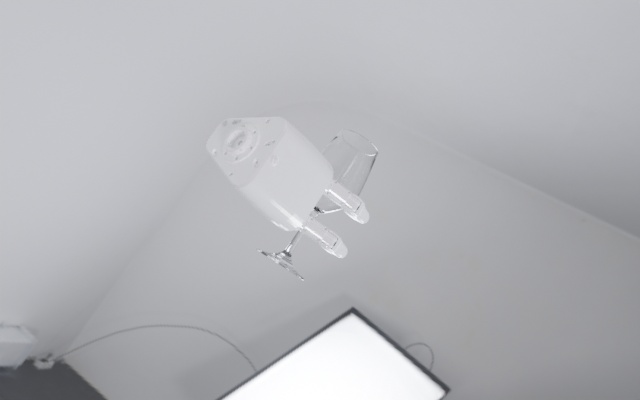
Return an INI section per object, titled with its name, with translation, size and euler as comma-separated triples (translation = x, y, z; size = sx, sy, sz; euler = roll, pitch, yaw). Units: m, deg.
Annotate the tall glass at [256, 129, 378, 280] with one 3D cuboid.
[tall glass]
translation = 0.000, 0.003, 0.643
size = 0.079, 0.201, 0.079
euler = 32, -9, 6
